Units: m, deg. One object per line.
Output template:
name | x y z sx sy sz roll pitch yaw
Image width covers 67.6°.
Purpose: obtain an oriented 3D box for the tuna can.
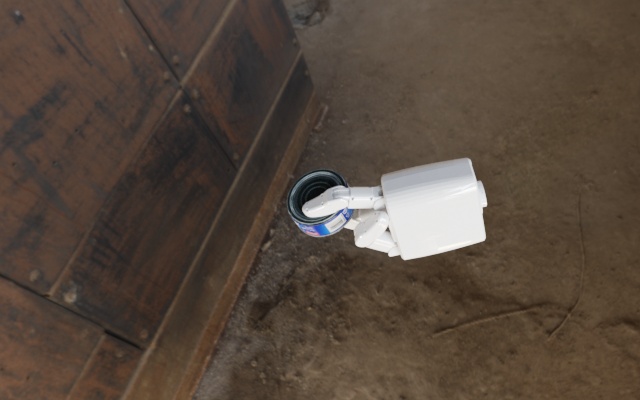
tuna can | 0.000 0.002 0.620 0.086 0.086 0.034 0 -30 24
